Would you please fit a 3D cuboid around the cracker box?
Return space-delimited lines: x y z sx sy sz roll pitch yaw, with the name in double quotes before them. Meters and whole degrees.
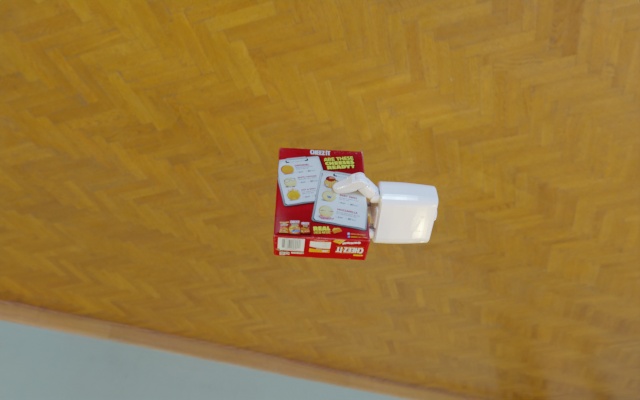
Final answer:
"cracker box" 0.000 0.003 0.877 0.164 0.213 0.072 3 -41 -4
